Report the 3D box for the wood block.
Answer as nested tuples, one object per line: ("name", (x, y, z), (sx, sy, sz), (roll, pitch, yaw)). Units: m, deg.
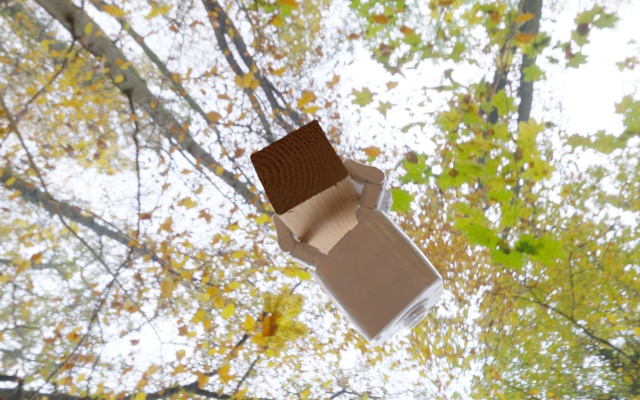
("wood block", (0.000, 0.003, 0.612), (0.091, 0.090, 0.206), (-29, -28, 1))
